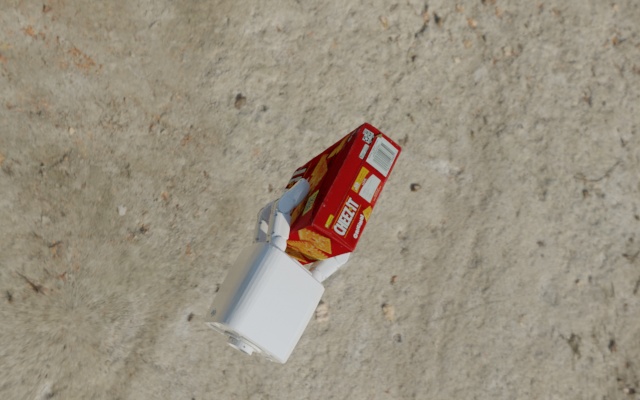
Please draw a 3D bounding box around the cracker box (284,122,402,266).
[{"bbox_3d":[0.000,0.002,0.665,0.072,0.164,0.214,35,-26,-16],"label":"cracker box"}]
